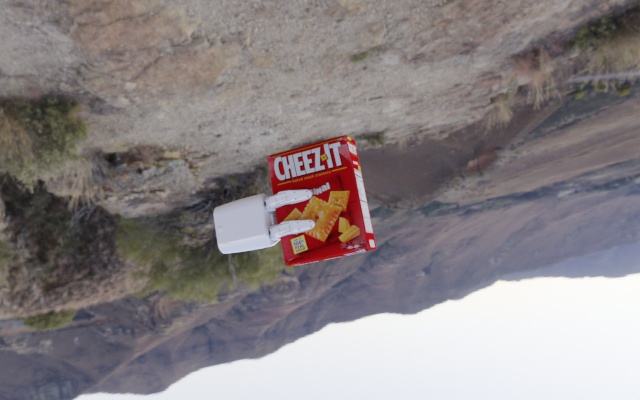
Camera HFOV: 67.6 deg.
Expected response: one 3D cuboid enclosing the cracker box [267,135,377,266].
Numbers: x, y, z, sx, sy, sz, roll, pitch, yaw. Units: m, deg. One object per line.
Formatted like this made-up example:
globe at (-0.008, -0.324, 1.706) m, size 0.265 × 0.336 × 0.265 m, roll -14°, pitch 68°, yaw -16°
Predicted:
cracker box at (0.000, 0.003, 0.891) m, size 0.164 × 0.213 × 0.072 m, roll -13°, pitch -9°, yaw 16°
